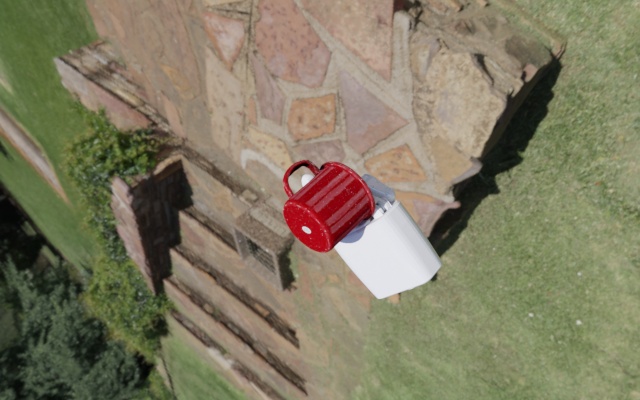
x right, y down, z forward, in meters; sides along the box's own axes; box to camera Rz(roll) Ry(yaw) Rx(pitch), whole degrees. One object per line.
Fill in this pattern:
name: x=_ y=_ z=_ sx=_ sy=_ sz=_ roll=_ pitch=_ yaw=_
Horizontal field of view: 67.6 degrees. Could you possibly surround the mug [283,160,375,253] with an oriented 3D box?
mug: x=-0.001 y=0.001 z=0.598 sx=0.081 sy=0.117 sz=0.093 roll=-42 pitch=5 yaw=-29
